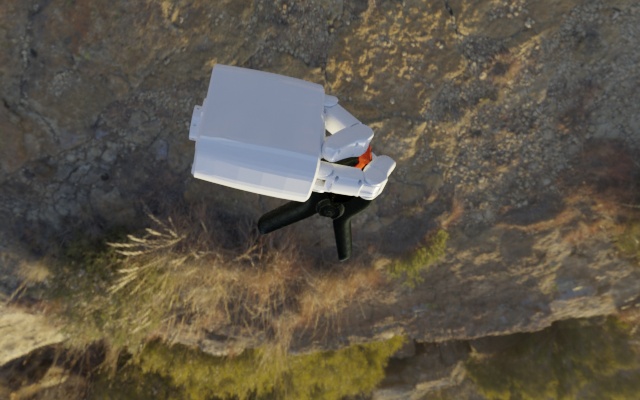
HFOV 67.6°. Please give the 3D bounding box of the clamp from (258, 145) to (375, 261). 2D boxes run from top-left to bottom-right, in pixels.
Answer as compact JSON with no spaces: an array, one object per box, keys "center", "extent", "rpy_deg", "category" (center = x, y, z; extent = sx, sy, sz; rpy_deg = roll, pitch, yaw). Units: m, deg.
[{"center":[0.000,0.002,0.531],"extent":[0.120,0.039,0.172],"rpy_deg":[10,-47,-13],"category":"clamp"}]
